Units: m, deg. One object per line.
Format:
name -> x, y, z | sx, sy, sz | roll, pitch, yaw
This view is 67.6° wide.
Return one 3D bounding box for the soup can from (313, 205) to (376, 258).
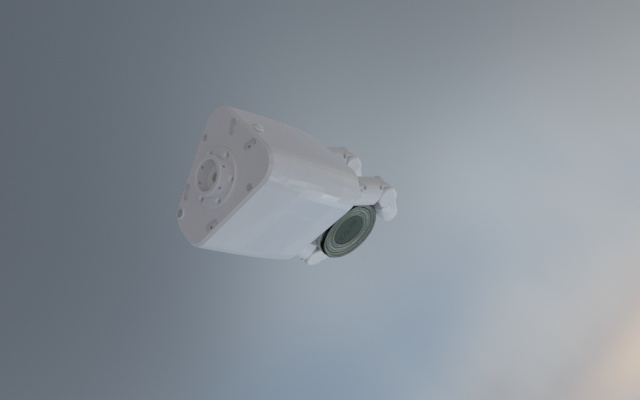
soup can -> 0.000, 0.002, 0.491 | 0.068, 0.068, 0.102 | 0, 35, -45
